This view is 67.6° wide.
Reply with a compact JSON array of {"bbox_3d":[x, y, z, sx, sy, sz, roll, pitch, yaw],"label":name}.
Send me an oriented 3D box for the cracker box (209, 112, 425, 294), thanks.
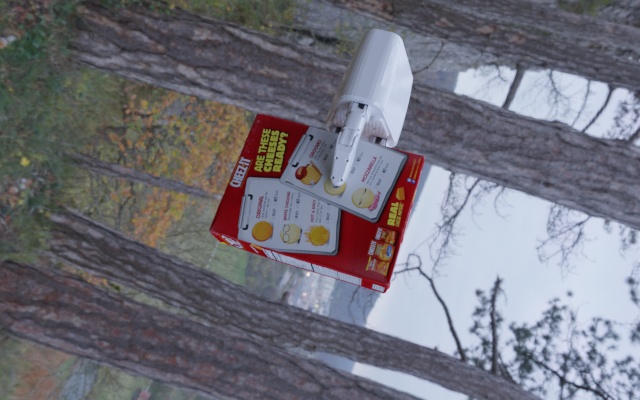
[{"bbox_3d":[0.000,0.002,0.579,0.213,0.164,0.072,16,-19,10],"label":"cracker box"}]
